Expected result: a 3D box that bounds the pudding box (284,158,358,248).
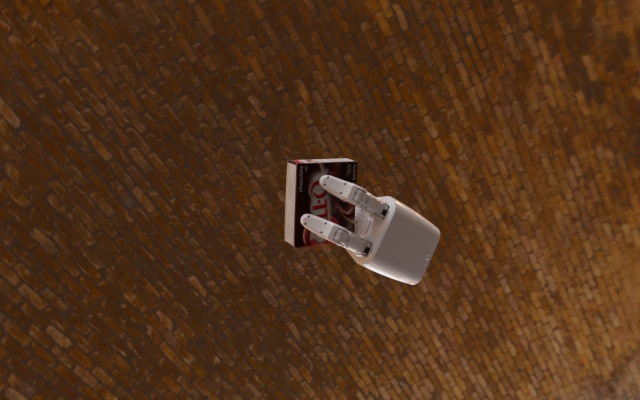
[{"bbox_3d":[0.000,0.002,0.629,0.090,0.113,0.039,-5,12,-29],"label":"pudding box"}]
